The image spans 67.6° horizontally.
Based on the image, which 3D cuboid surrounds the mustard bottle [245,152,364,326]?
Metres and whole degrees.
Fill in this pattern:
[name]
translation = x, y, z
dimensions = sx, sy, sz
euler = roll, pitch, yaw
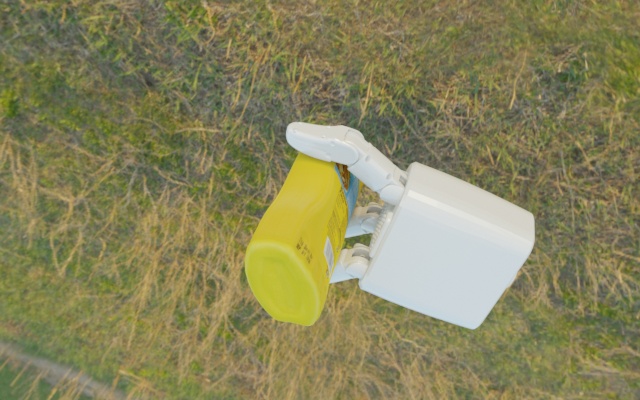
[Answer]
[mustard bottle]
translation = 0.000, 0.001, 0.406
dimensions = 0.058, 0.096, 0.191
euler = 5, 43, 19
